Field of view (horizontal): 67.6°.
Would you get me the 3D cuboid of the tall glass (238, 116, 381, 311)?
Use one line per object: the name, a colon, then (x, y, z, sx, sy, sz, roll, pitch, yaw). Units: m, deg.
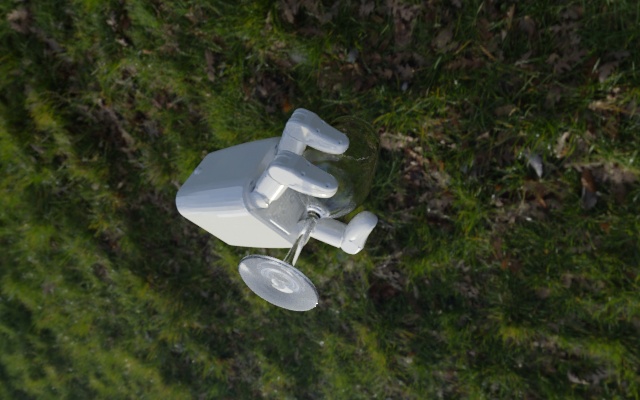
tall glass: (0.000, 0.002, 0.462, 0.079, 0.201, 0.079, 17, -39, 14)
